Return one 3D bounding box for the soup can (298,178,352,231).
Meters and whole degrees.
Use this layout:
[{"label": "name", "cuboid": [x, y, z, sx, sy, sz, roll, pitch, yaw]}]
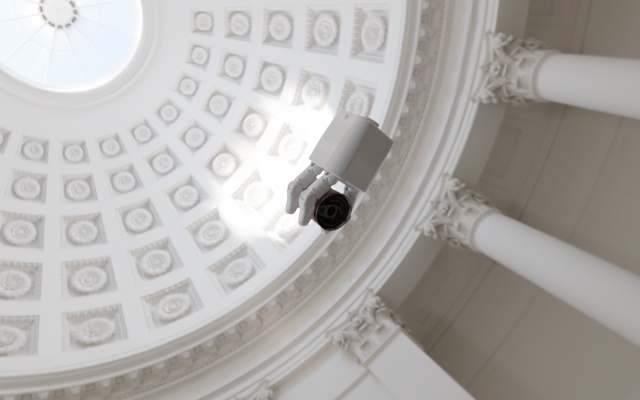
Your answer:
[{"label": "soup can", "cuboid": [0.000, 0.003, 0.838, 0.068, 0.068, 0.102, 0, 20, -29]}]
